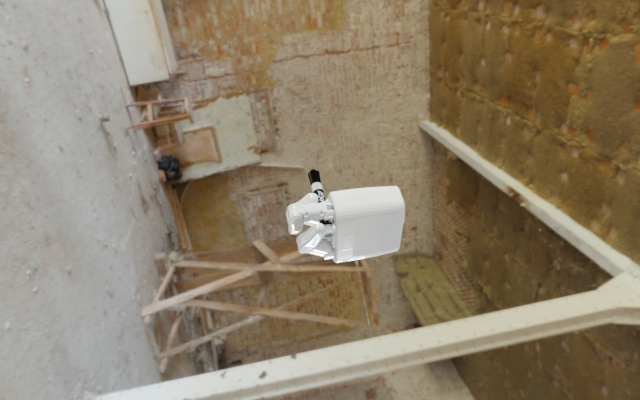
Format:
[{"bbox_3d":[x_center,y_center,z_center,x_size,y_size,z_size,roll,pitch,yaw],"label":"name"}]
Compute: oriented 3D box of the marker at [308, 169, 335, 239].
[{"bbox_3d":[0.000,0.002,0.725,0.020,0.121,0.020,-10,-33,-6],"label":"marker"}]
